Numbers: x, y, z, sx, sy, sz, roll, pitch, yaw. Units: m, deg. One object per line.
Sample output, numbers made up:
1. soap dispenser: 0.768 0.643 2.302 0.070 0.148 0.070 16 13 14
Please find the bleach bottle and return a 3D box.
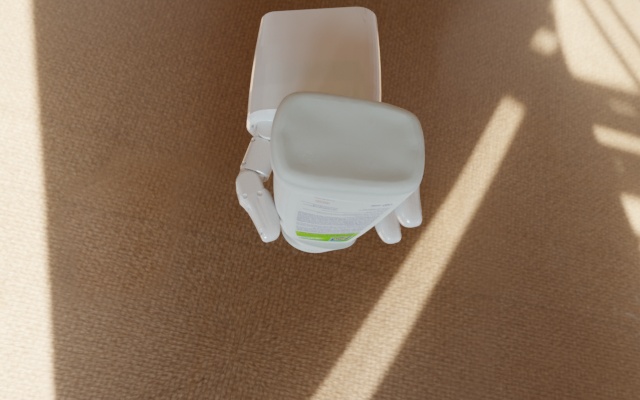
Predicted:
1. bleach bottle: 0.000 0.001 0.411 0.102 0.068 0.251 6 -19 -8
